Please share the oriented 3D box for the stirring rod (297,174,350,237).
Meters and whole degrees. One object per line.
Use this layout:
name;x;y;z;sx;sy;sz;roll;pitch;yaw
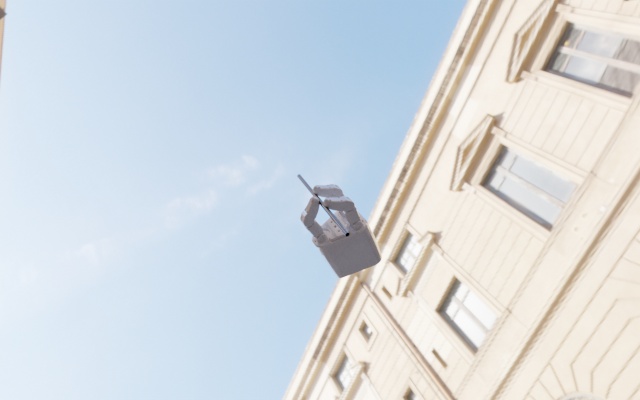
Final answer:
stirring rod;0.000;0.003;0.896;0.011;0.011;0.239;0;27;-25
